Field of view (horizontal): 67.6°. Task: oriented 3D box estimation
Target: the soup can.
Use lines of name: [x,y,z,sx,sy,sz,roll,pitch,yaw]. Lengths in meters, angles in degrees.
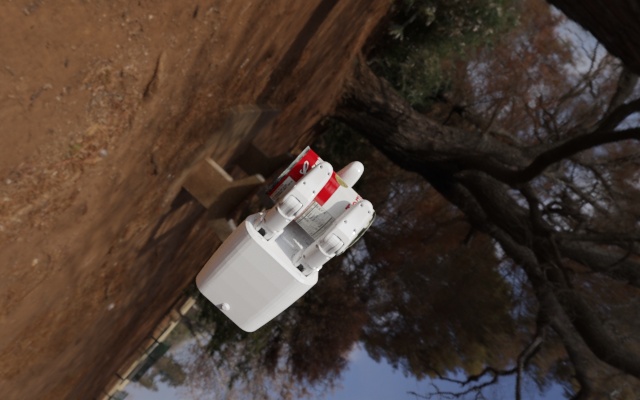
soup can: [0.001,0.002,0.509,0.102,0.068,0.068,44,-5,-5]
